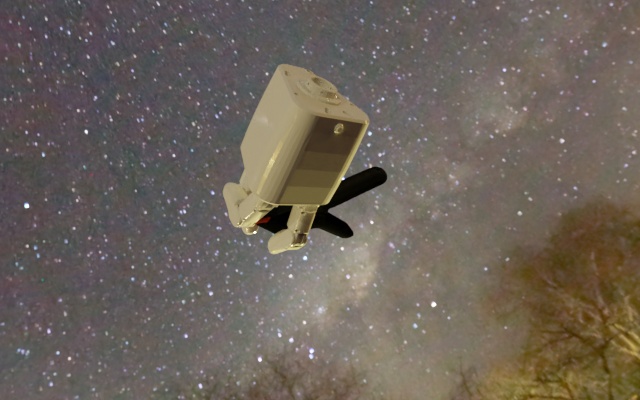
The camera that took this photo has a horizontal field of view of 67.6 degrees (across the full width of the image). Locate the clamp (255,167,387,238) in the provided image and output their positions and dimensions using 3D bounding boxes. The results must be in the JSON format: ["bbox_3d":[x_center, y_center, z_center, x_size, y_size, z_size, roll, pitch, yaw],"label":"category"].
[{"bbox_3d":[0.000,0.002,0.573,0.171,0.120,0.039,1,39,-40],"label":"clamp"}]
